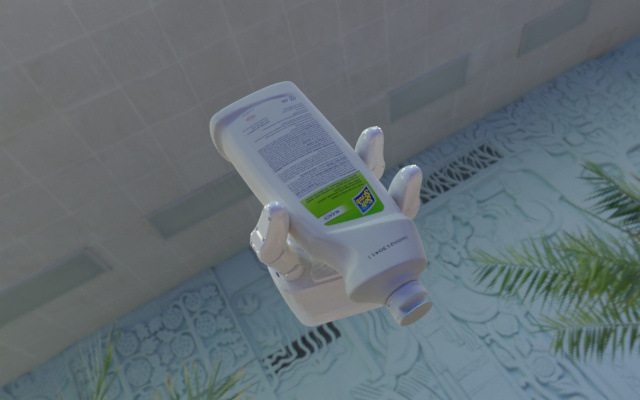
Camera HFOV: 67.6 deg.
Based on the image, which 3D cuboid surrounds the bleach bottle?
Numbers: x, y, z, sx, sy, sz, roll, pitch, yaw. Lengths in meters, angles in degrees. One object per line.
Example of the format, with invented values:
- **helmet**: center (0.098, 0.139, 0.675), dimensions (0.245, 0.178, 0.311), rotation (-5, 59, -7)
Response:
- **bleach bottle**: center (0.000, 0.001, 0.410), dimensions (0.102, 0.250, 0.068), rotation (-30, -33, -10)
